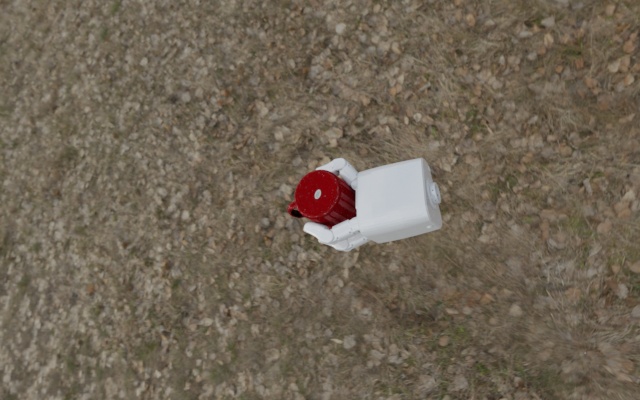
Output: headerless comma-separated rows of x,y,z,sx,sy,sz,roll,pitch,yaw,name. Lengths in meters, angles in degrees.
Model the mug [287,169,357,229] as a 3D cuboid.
-0.001,0.003,0.776,0.117,0.093,0.081,-16,-22,23,mug
